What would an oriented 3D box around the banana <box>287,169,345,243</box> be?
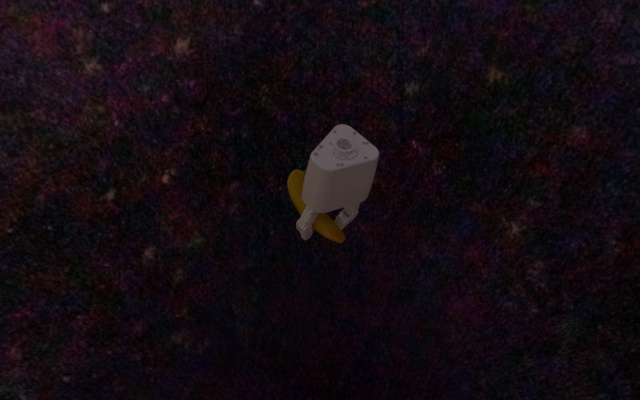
[{"bbox_3d":[-0.018,0.002,0.880,0.069,0.037,0.197,-4,46,-26],"label":"banana"}]
